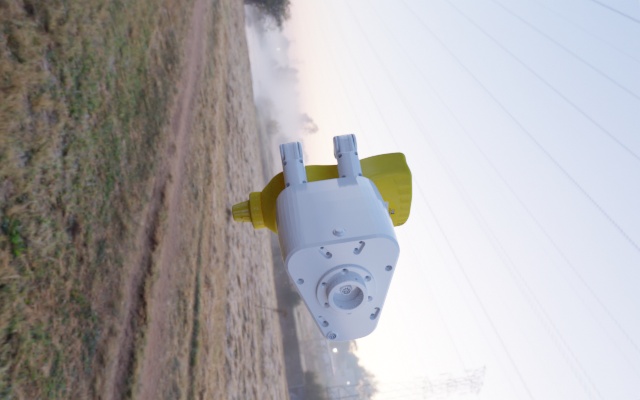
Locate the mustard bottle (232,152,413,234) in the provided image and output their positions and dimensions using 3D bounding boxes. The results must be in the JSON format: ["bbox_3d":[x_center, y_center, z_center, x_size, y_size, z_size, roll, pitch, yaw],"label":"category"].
[{"bbox_3d":[0.000,0.001,0.523,0.191,0.058,0.096,-8,-38,-3],"label":"mustard bottle"}]
